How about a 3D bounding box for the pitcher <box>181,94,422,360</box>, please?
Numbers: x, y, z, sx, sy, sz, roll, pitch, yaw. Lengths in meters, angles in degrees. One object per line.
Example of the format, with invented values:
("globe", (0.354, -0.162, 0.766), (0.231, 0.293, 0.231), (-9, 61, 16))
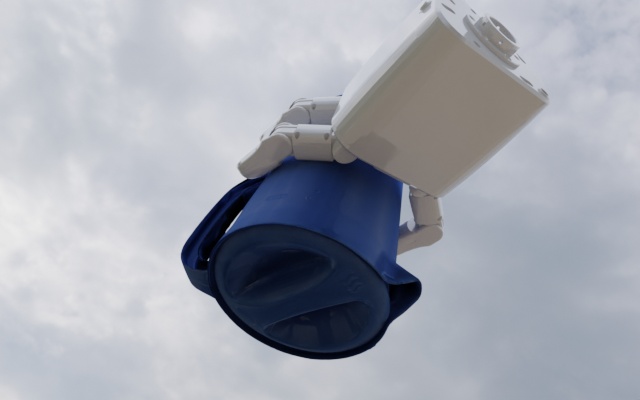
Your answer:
("pitcher", (0.000, 0.001, 0.421), (0.145, 0.149, 0.242), (-46, 14, 36))
